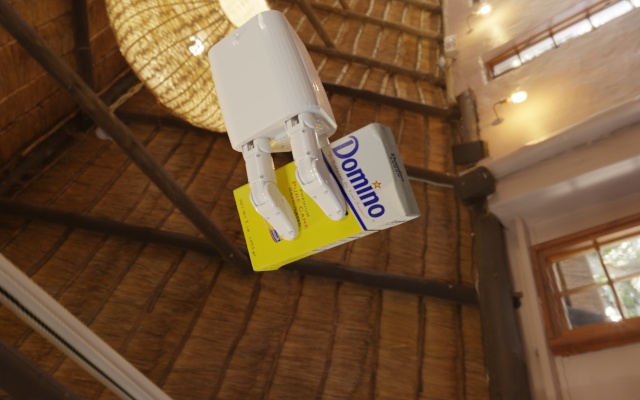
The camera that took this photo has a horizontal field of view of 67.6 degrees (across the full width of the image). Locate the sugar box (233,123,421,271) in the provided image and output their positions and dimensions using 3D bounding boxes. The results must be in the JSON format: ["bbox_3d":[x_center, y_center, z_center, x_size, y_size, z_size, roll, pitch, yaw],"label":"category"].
[{"bbox_3d":[0.000,0.001,0.475,0.176,0.093,0.048,-24,-14,30],"label":"sugar box"}]
